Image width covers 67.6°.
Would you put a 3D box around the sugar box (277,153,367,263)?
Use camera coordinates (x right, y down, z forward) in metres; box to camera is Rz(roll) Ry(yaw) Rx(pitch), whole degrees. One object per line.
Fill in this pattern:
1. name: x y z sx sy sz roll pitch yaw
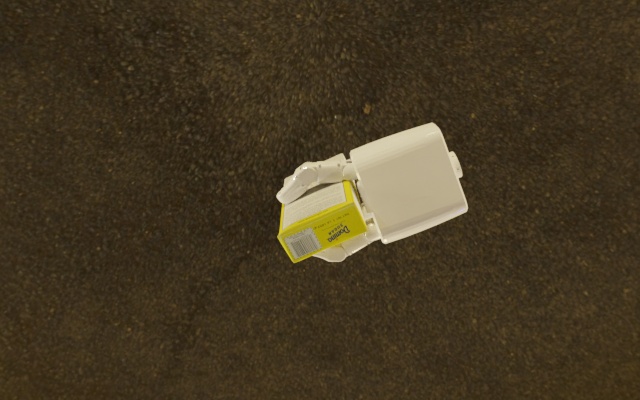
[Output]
1. sugar box: 0.000 0.002 0.593 0.093 0.048 0.176 -23 19 9
